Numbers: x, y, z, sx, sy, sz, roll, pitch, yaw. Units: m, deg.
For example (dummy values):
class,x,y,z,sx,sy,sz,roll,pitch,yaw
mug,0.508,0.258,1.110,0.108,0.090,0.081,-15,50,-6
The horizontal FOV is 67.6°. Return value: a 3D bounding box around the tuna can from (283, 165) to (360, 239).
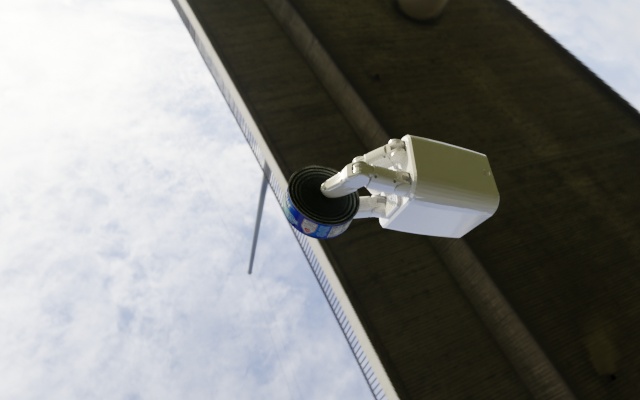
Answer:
class,x,y,z,sx,sy,sz,roll,pitch,yaw
tuna can,0.000,0.002,0.555,0.086,0.086,0.034,0,-37,-22
